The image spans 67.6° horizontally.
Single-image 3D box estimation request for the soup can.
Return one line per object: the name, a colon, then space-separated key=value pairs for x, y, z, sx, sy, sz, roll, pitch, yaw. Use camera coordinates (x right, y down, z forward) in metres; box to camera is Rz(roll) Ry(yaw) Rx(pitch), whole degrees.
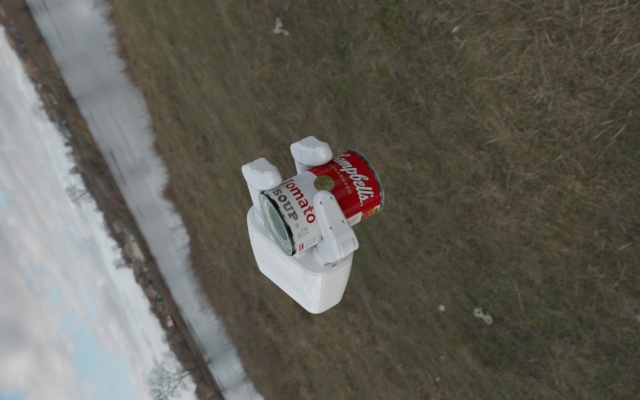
soup can: x=0.000 y=0.001 z=0.457 sx=0.102 sy=0.068 sz=0.068 roll=-26 pitch=9 yaw=-19
